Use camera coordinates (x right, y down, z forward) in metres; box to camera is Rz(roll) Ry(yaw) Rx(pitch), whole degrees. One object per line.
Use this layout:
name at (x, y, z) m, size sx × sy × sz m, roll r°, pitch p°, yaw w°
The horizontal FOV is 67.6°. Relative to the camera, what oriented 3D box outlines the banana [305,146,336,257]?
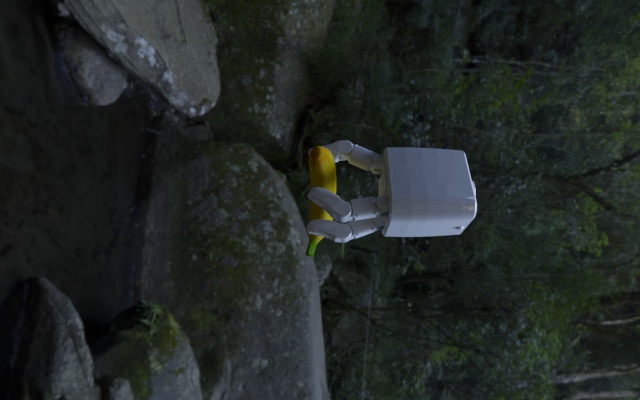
banana at (0.002, -0.008, 0.652) m, size 0.037 × 0.198 × 0.069 m, roll 5°, pitch 44°, yaw 3°
